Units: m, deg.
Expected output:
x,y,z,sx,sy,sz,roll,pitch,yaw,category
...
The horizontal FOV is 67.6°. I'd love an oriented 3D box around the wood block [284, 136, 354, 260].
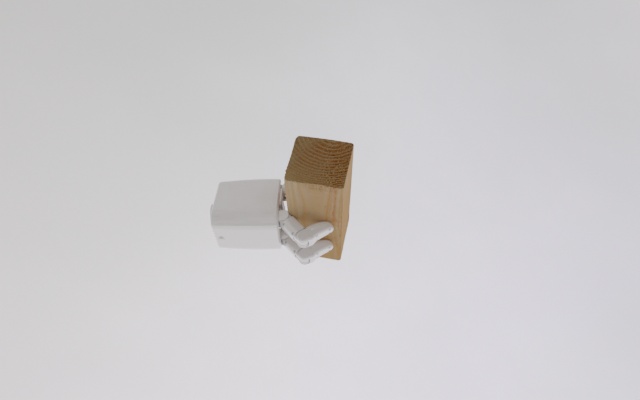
x,y,z,sx,sy,sz,roll,pitch,yaw,category
0.000,0.002,0.776,0.090,0.090,0.206,9,-35,7,wood block
